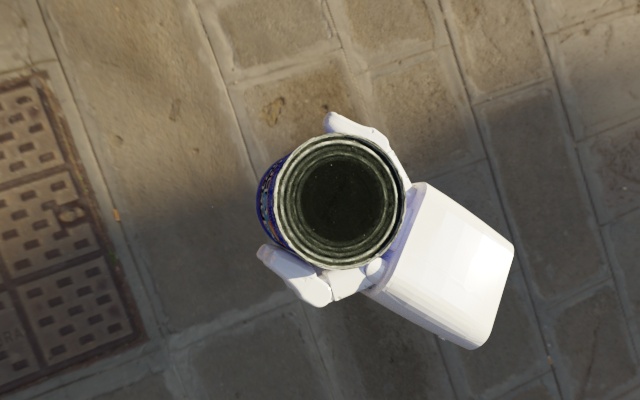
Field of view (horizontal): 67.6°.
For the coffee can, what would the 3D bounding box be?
[{"bbox_3d":[0.000,0.001,0.419,0.103,0.103,0.140,0,-1,-13],"label":"coffee can"}]
